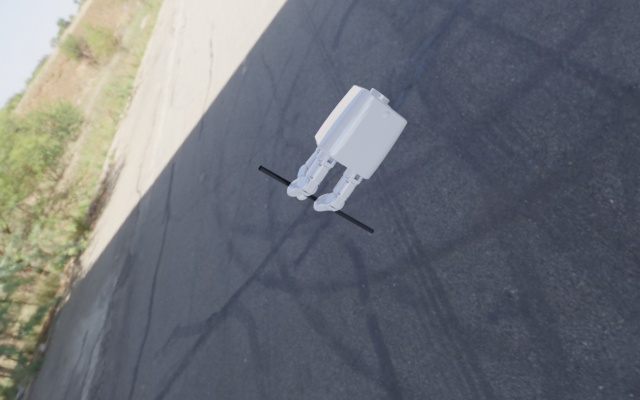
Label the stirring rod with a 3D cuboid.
[{"bbox_3d":[0.000,0.003,0.774,0.239,0.011,0.011,30,-16,-30],"label":"stirring rod"}]
